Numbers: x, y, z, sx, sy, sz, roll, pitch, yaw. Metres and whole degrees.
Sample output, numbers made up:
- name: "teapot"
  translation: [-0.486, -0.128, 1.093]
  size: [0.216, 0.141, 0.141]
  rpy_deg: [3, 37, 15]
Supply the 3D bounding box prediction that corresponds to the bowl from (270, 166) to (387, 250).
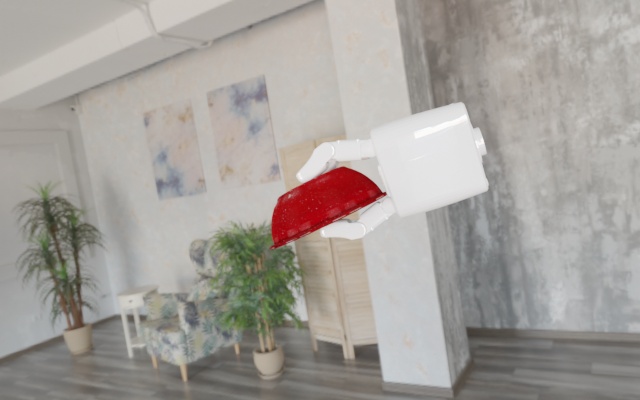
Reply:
- name: "bowl"
  translation: [-0.001, 0.002, 0.587]
  size: [0.162, 0.055, 0.162]
  rpy_deg: [-26, -1, 0]
